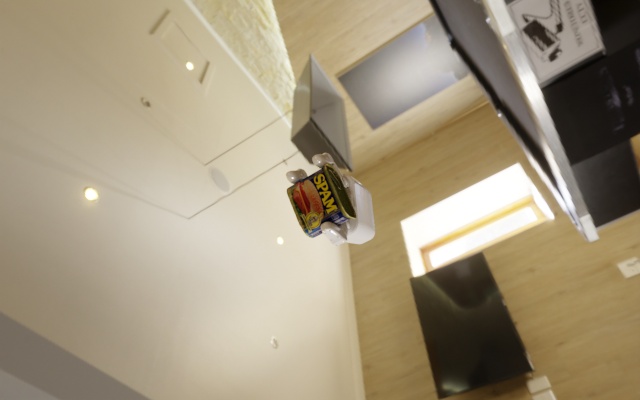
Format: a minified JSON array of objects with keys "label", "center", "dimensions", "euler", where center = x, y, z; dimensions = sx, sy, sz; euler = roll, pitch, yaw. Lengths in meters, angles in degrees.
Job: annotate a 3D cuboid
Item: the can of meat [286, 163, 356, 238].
[{"label":"can of meat","center":[0.000,0.003,0.807],"dimensions":[0.084,0.102,0.057],"euler":[-29,-20,18]}]
